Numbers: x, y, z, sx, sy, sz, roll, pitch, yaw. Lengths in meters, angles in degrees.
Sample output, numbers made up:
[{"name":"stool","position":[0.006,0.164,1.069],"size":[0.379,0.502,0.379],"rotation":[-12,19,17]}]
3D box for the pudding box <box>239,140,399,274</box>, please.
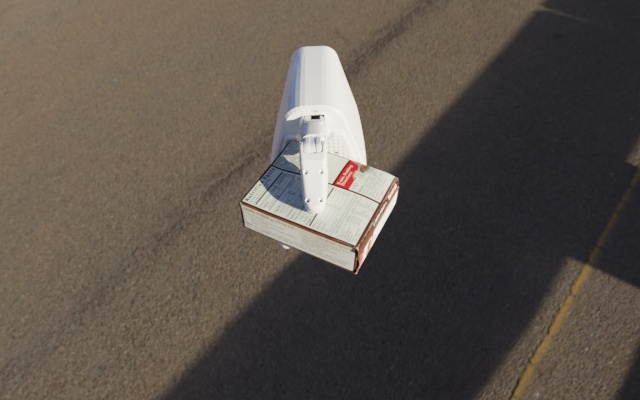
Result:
[{"name":"pudding box","position":[0.000,0.001,0.416],"size":[0.113,0.090,0.039],"rotation":[20,-37,20]}]
